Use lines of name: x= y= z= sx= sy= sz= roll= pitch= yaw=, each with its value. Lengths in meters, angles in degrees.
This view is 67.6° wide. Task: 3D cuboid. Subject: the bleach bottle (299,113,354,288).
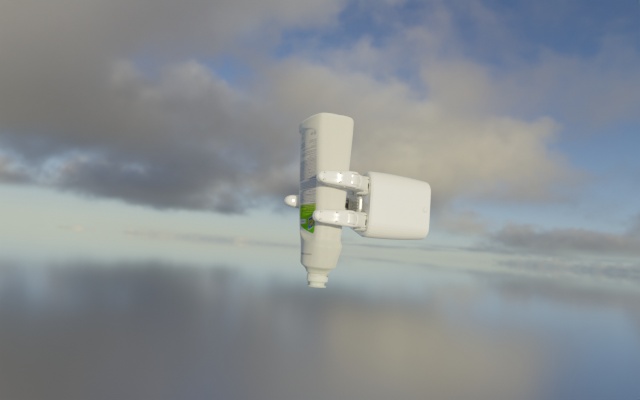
bleach bottle: x=0.000 y=0.002 z=0.720 sx=0.068 sy=0.251 sz=0.102 roll=6 pitch=-6 yaw=-22
